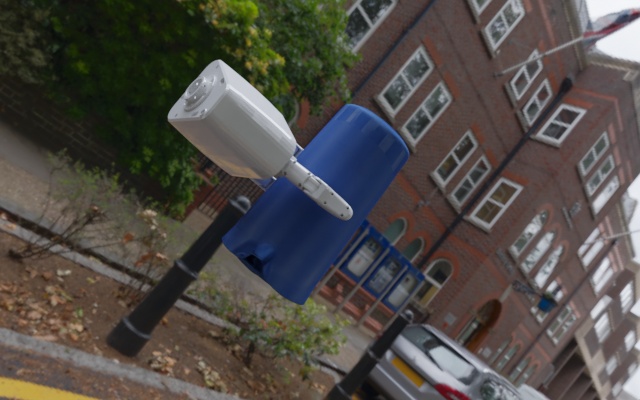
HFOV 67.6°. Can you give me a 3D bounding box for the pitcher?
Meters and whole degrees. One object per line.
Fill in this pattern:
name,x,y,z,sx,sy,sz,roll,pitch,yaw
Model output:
pitcher,0.000,0.002,0.620,0.145,0.243,0.149,41,-2,-34
